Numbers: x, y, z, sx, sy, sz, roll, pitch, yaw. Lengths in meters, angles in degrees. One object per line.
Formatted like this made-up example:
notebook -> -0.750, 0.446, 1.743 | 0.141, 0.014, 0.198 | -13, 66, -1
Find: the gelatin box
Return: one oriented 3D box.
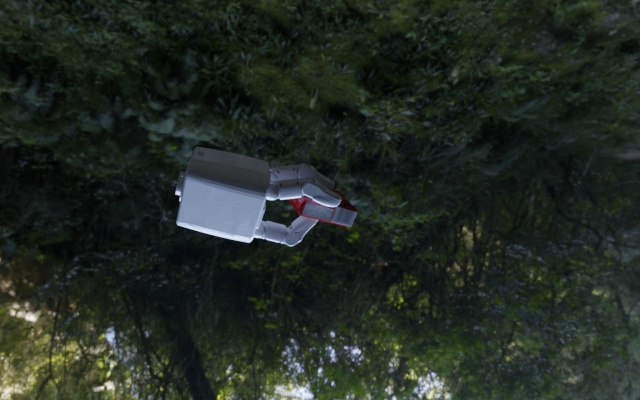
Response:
gelatin box -> 0.000, 0.003, 0.696 | 0.089, 0.030, 0.073 | 14, 19, -27
